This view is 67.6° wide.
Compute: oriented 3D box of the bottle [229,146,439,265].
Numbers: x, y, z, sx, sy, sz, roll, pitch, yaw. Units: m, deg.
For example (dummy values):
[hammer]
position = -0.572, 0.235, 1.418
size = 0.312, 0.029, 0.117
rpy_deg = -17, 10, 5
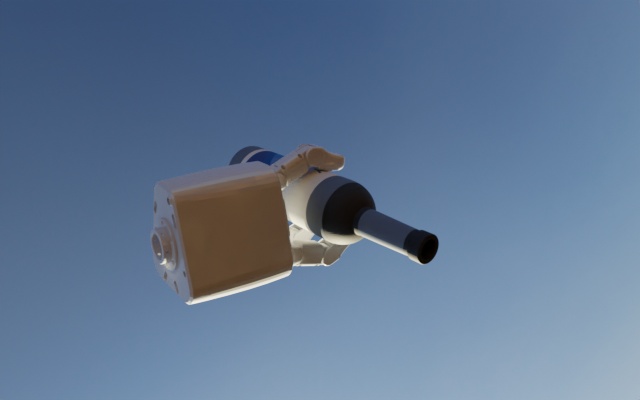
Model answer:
[bottle]
position = 0.000, 0.002, 0.509
size = 0.069, 0.069, 0.295
rpy_deg = 0, 16, -40
